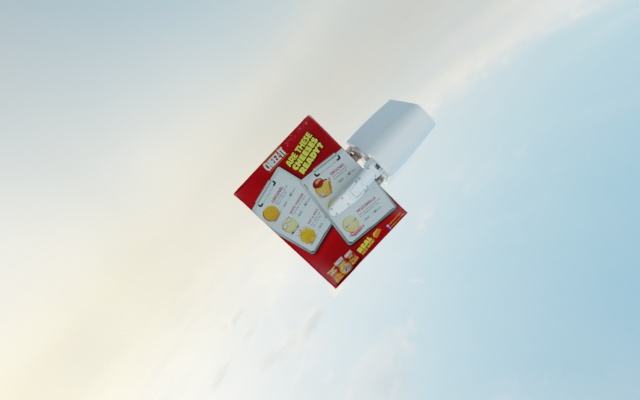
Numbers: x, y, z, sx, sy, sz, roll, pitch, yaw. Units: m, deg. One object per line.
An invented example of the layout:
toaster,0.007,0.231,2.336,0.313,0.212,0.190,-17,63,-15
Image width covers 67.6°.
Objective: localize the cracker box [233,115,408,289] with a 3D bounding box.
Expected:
cracker box,0.000,0.003,0.740,0.214,0.164,0.072,44,-2,-8
